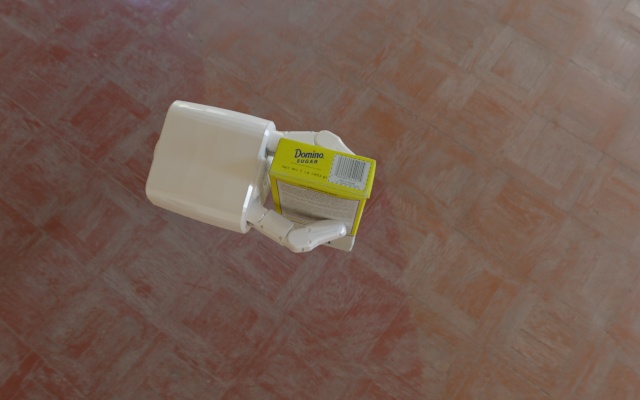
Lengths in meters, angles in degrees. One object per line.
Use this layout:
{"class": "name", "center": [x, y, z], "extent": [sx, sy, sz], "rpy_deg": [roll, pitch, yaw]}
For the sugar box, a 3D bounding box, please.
{"class": "sugar box", "center": [0.000, 0.001, 0.506], "extent": [0.093, 0.048, 0.176], "rpy_deg": [15, -19, 4]}
